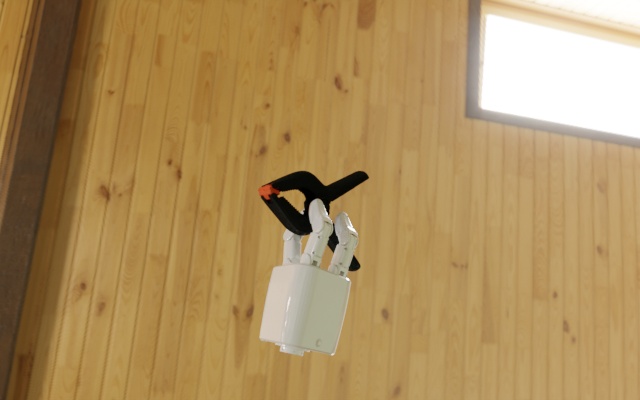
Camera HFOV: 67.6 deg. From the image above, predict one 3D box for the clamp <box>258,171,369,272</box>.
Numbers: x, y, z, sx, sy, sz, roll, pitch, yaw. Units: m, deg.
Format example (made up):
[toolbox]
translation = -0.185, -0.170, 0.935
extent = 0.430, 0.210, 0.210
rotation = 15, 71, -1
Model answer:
[clamp]
translation = -0.001, 0.002, 0.718
extent = 0.210, 0.164, 0.036
rotation = 27, -24, -39
